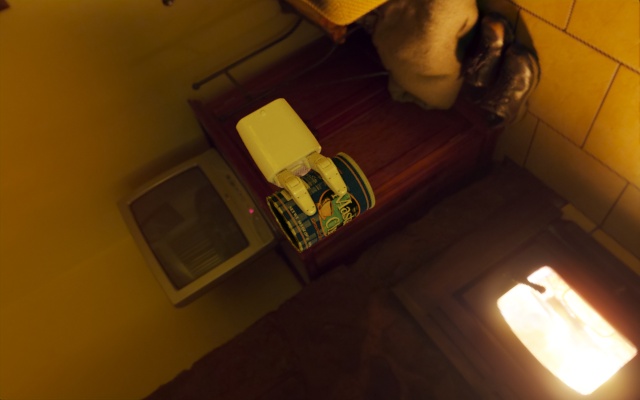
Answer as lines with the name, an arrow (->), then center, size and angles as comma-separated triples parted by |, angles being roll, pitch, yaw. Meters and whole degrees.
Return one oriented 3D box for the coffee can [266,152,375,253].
coffee can -> 0.000, 0.003, 0.756 | 0.140, 0.103, 0.103 | -32, 7, -12
